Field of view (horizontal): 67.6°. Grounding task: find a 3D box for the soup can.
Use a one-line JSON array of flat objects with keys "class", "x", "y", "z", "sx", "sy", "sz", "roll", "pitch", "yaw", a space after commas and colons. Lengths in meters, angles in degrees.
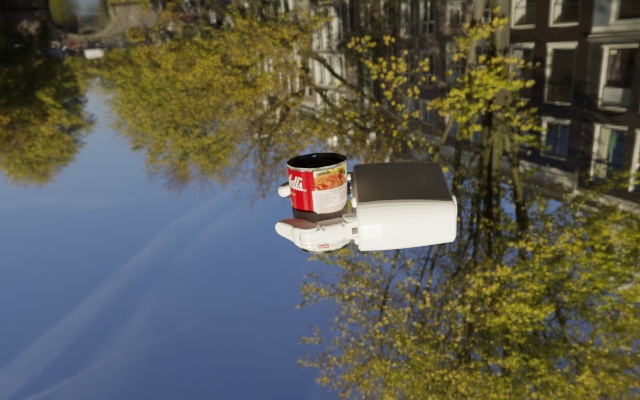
[{"class": "soup can", "x": 0.000, "y": 0.002, "z": 0.553, "sx": 0.068, "sy": 0.102, "sz": 0.068, "roll": -5, "pitch": 20, "yaw": 2}]
